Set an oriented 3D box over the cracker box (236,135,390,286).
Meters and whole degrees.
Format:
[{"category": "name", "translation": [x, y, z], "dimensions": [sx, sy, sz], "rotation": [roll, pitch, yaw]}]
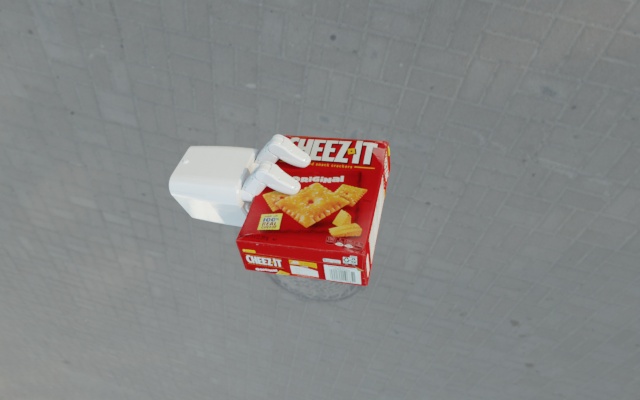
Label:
[{"category": "cracker box", "translation": [0.000, 0.002, 0.652], "dimensions": [0.164, 0.213, 0.072], "rotation": [6, -43, 13]}]
